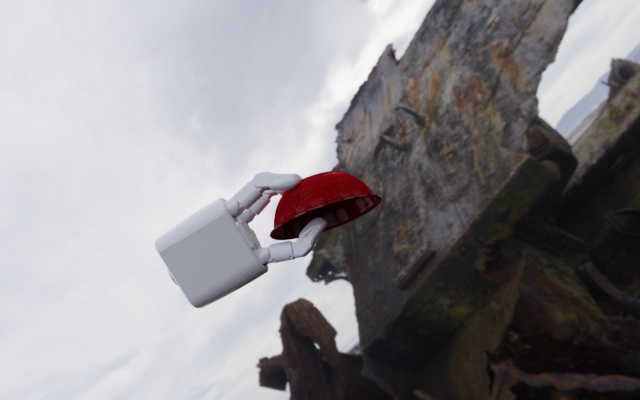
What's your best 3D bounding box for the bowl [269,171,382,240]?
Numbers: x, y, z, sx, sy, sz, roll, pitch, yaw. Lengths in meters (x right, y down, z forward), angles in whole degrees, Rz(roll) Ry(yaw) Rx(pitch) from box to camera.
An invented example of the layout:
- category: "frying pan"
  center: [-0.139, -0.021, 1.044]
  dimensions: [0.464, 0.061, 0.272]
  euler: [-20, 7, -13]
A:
- category: "bowl"
  center: [0.001, 0.001, 0.662]
  dimensions: [0.162, 0.055, 0.162]
  euler: [-17, -14, -5]
